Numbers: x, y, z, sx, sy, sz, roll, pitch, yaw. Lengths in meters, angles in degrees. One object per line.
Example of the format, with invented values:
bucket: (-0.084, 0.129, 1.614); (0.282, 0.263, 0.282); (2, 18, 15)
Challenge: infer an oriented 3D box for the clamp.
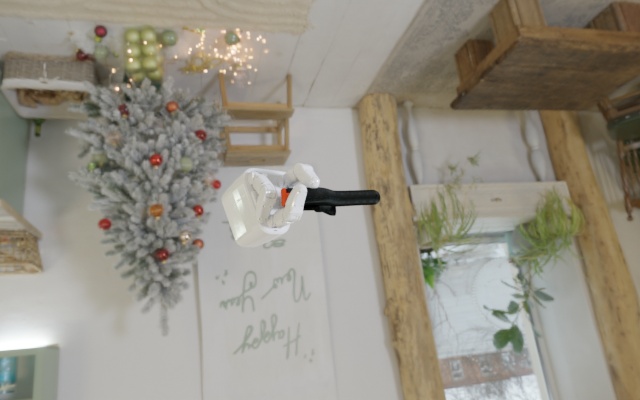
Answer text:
clamp: (0.000, 0.003, 0.790); (0.171, 0.039, 0.120); (5, -21, -33)
